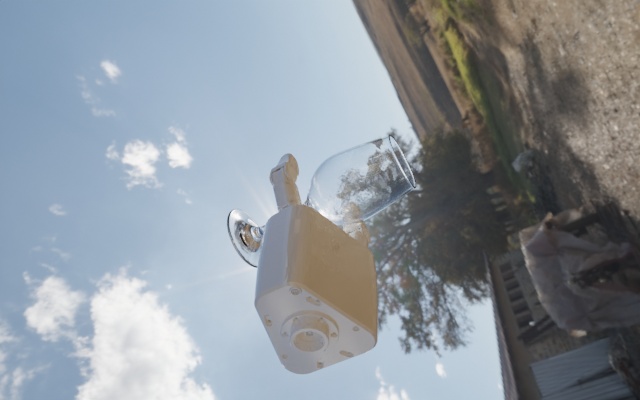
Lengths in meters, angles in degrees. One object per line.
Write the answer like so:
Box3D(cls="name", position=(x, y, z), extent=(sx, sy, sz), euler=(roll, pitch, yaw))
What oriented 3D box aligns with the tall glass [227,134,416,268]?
Box3D(cls="tall glass", position=(-0.001, 0.002, 0.521), extent=(0.201, 0.079, 0.079), euler=(-27, -9, 18))
